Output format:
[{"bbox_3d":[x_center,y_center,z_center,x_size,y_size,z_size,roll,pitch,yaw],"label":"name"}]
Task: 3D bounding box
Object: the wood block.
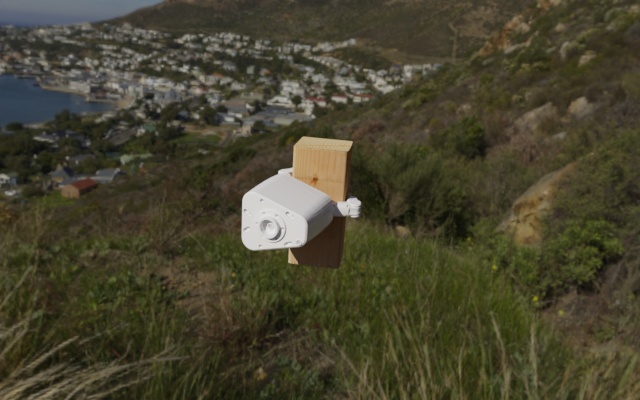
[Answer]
[{"bbox_3d":[0.000,0.003,0.827,0.091,0.206,0.090,6,19,7],"label":"wood block"}]
